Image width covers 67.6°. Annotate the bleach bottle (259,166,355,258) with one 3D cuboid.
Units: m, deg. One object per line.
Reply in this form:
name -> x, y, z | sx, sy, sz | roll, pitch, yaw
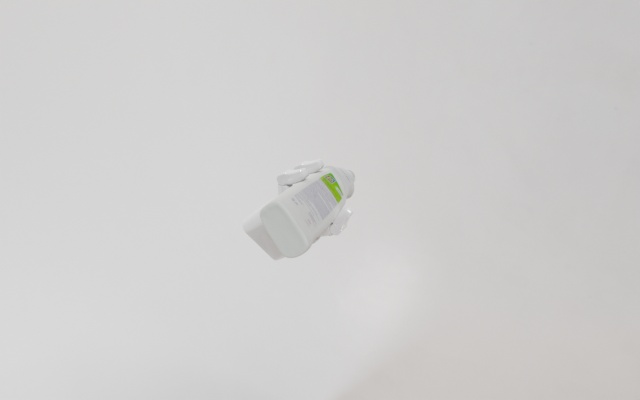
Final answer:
bleach bottle -> 0.000, 0.003, 0.855 | 0.068, 0.102, 0.250 | -31, 3, 37
